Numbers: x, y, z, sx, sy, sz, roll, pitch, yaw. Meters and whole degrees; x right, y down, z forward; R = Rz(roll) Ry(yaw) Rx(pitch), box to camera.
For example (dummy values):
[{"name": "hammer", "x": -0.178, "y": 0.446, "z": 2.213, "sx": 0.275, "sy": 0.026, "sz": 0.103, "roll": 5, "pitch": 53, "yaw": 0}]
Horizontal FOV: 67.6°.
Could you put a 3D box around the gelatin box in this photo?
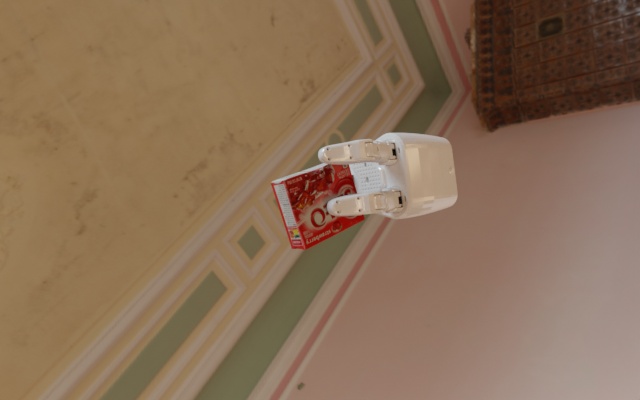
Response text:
[{"name": "gelatin box", "x": 0.000, "y": 0.002, "z": 0.500, "sx": 0.089, "sy": 0.073, "sz": 0.030, "roll": -23, "pitch": 10, "yaw": -36}]
